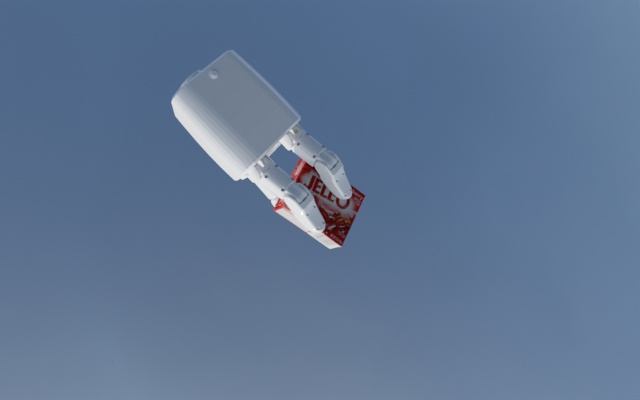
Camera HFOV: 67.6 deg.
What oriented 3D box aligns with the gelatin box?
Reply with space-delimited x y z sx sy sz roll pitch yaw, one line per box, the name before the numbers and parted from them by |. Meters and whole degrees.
gelatin box | 0.000 0.002 0.553 0.089 0.073 0.030 36 -26 -20
